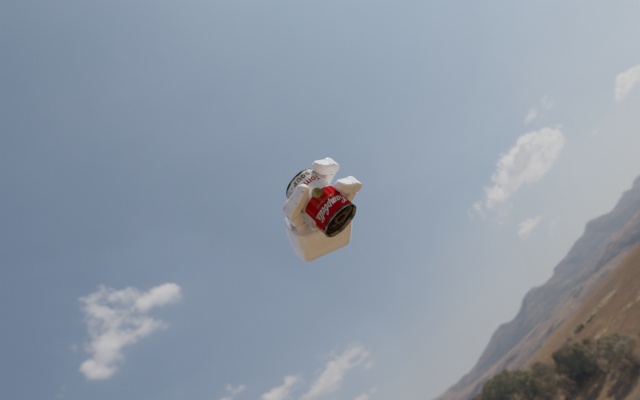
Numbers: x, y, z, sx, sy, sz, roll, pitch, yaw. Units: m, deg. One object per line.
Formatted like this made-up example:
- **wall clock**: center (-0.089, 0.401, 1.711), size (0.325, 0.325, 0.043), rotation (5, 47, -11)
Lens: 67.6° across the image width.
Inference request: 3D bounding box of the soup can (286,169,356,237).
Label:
- **soup can**: center (0.000, 0.002, 0.787), size (0.102, 0.068, 0.068), rotation (42, 22, 26)
